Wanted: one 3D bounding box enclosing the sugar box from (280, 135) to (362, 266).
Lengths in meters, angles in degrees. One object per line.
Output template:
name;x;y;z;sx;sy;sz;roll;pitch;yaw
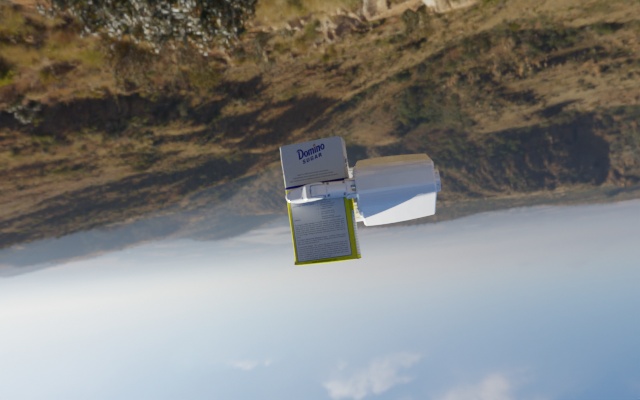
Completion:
sugar box;0.000;0.002;0.689;0.093;0.176;0.048;-8;-8;12
